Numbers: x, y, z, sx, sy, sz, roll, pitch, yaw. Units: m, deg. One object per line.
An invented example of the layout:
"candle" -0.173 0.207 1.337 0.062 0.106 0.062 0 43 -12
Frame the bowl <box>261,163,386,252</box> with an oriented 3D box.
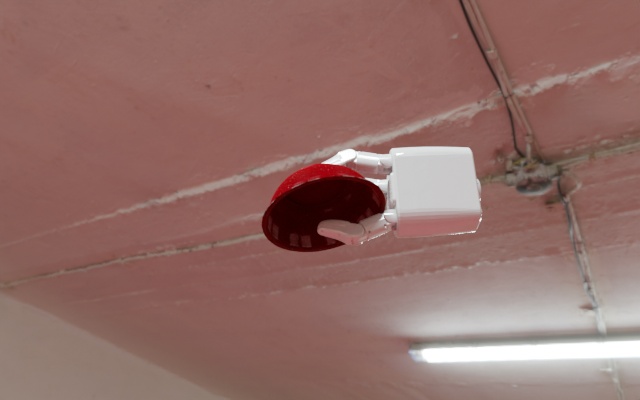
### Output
"bowl" -0.001 0.002 0.623 0.162 0.055 0.162 -10 -36 -7
